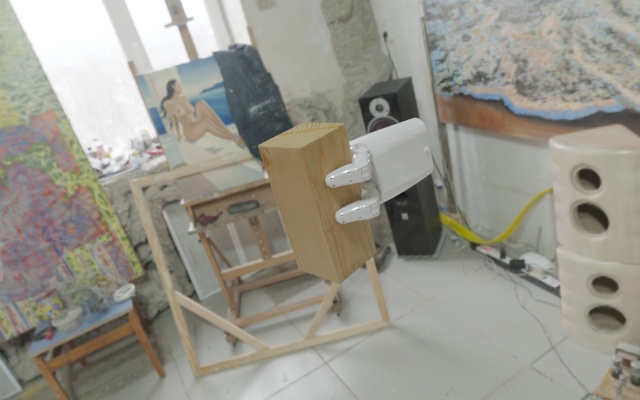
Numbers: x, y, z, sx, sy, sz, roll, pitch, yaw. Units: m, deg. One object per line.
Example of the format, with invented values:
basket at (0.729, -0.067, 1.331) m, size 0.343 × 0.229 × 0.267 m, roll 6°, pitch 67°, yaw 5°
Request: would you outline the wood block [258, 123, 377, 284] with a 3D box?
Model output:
wood block at (0.000, 0.002, 0.682) m, size 0.090 × 0.206 × 0.091 m, roll -34°, pitch 29°, yaw -35°
